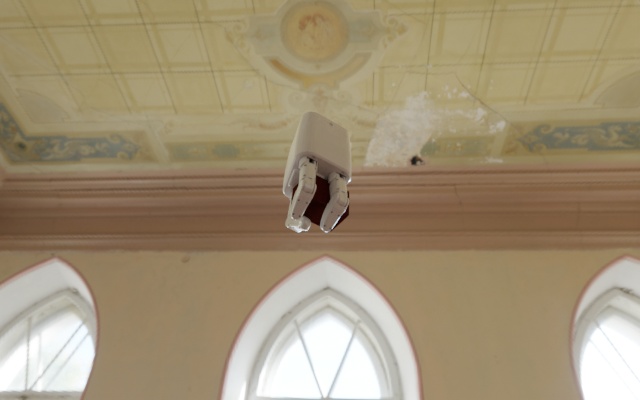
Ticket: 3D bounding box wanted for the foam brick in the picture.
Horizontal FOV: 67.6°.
[{"bbox_3d":[0.000,0.003,0.746,0.078,0.051,0.053,26,-46,-24],"label":"foam brick"}]
